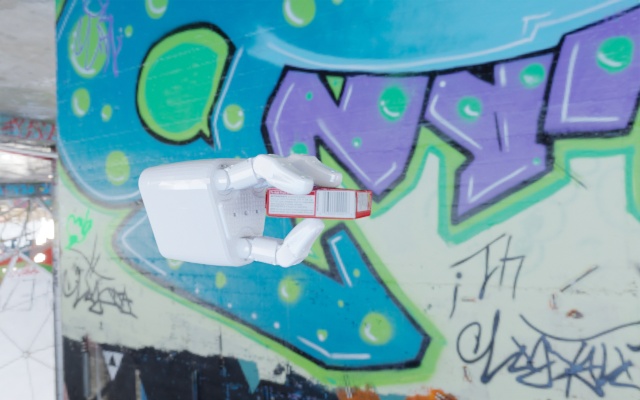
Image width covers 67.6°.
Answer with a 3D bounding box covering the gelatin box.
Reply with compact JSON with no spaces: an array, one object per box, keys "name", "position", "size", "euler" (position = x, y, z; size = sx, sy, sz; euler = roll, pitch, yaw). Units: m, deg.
[{"name":"gelatin box","position":[0.000,0.002,0.467],"size":[0.089,0.030,0.073],"euler":[2,1,17]}]
